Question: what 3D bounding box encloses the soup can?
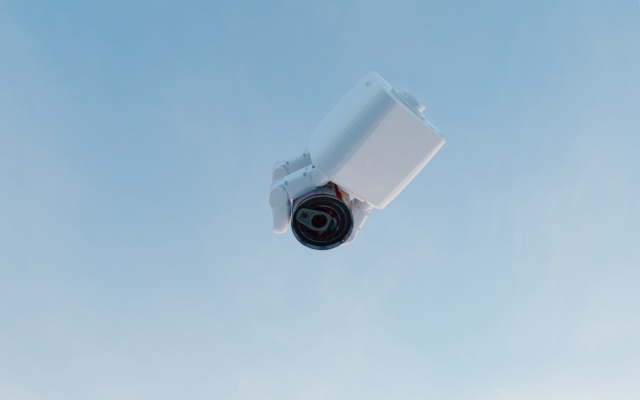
[{"bbox_3d":[0.000,0.002,0.555,0.068,0.068,0.102,0,27,-3],"label":"soup can"}]
